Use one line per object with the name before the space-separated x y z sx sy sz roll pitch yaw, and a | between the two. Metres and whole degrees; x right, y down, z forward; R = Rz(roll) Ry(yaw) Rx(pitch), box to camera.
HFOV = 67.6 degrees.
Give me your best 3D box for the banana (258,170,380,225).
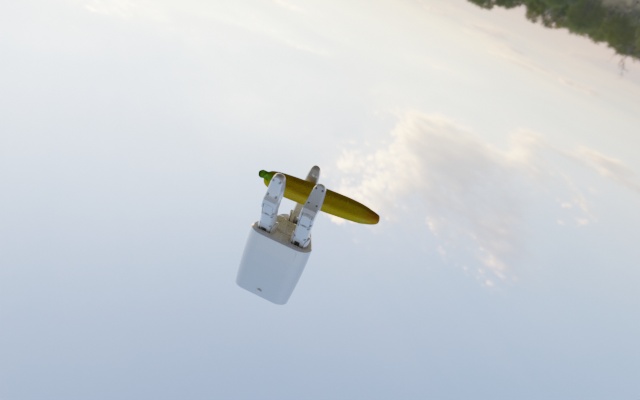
banana | -0.006 -0.003 0.729 0.198 0.037 0.069 20 10 -14
